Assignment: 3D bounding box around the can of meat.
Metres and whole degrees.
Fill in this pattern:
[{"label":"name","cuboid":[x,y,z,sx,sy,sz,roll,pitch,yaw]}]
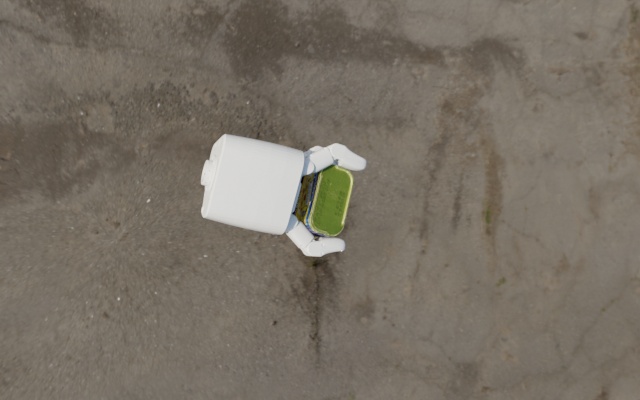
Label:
[{"label":"can of meat","cuboid":[0.000,0.002,0.676,0.057,0.102,0.084,16,-10,-21]}]
